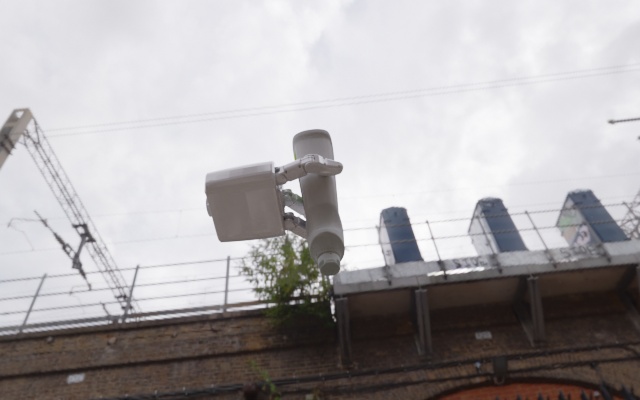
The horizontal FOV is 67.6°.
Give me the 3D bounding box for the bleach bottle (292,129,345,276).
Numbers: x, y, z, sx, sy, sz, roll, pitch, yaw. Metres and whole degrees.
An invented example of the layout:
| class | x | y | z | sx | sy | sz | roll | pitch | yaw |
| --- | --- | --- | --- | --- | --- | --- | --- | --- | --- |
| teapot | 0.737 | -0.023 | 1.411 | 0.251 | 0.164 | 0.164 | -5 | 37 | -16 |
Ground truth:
| class | x | y | z | sx | sy | sz | roll | pitch | yaw |
| --- | --- | --- | --- | --- | --- | --- | --- | --- | --- |
| bleach bottle | 0.000 | 0.002 | 0.729 | 0.068 | 0.103 | 0.250 | -9 | 43 | 1 |
